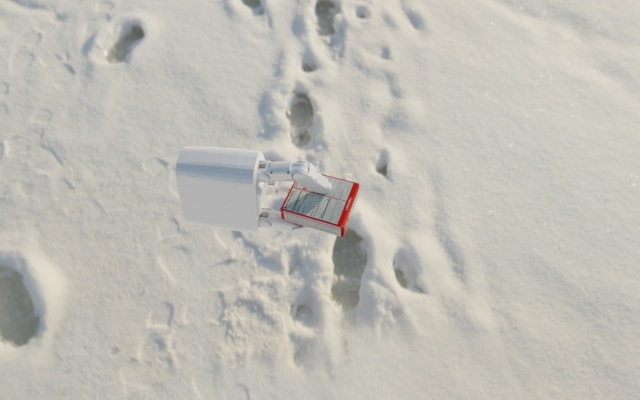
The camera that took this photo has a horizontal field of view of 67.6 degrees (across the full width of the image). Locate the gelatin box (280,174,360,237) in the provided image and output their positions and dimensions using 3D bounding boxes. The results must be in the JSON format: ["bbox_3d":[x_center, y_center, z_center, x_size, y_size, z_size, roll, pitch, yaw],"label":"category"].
[{"bbox_3d":[0.000,0.002,0.641,0.089,0.073,0.030,15,-33,14],"label":"gelatin box"}]
